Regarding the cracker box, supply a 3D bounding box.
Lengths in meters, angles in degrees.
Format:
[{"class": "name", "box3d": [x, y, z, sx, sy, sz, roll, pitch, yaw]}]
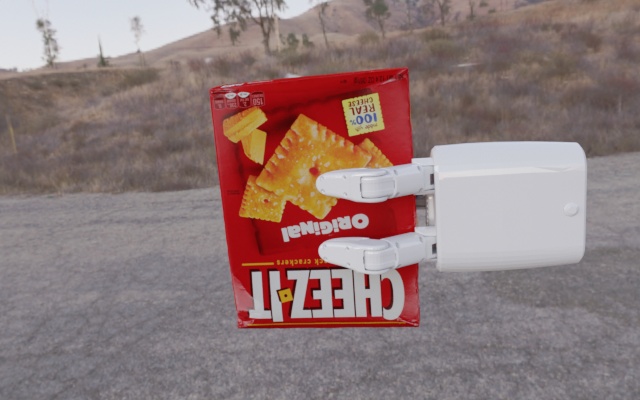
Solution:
[{"class": "cracker box", "box3d": [0.000, 0.001, 0.417, 0.164, 0.214, 0.072, -3, 10, 9]}]
